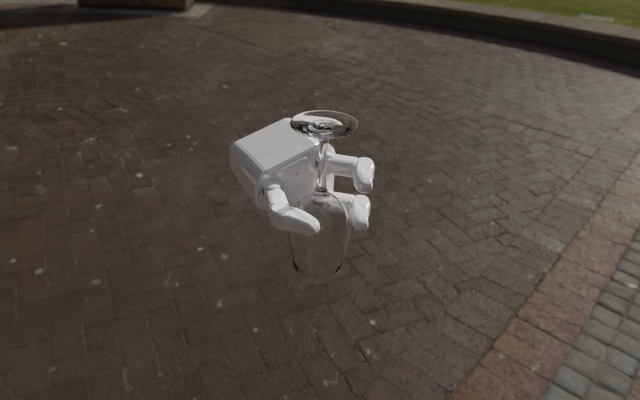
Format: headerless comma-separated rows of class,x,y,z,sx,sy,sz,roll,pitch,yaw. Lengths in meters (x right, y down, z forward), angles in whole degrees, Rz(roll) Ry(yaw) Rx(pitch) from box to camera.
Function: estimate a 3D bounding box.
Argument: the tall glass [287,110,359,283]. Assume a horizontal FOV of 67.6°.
tall glass,0.000,0.001,0.561,0.079,0.201,0.079,2,32,-1
